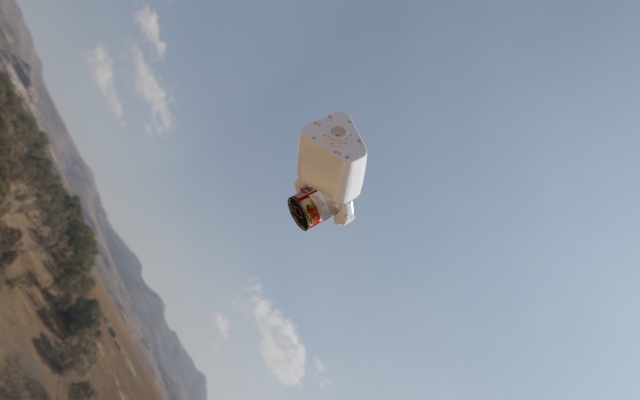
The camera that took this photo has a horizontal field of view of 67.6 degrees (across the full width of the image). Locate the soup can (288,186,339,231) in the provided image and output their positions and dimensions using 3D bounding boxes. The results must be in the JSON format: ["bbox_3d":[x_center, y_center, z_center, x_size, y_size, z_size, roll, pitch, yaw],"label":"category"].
[{"bbox_3d":[0.000,0.003,0.875,0.102,0.068,0.068,-28,12,-23],"label":"soup can"}]
